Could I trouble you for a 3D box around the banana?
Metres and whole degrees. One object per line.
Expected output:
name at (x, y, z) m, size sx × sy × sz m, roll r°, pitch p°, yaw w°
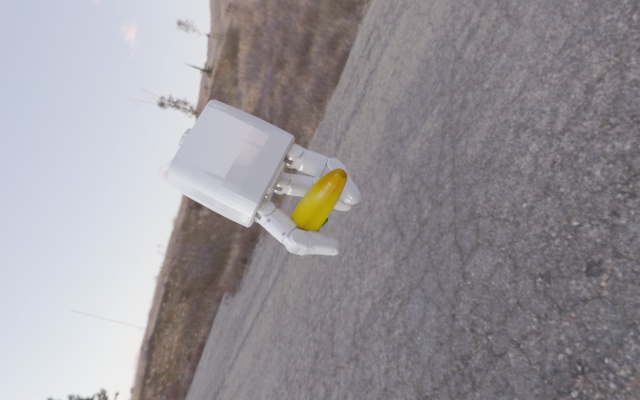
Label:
banana at (-0.011, 0.017, 0.561) m, size 0.037 × 0.069 × 0.198 m, roll 35°, pitch -16°, yaw 3°
